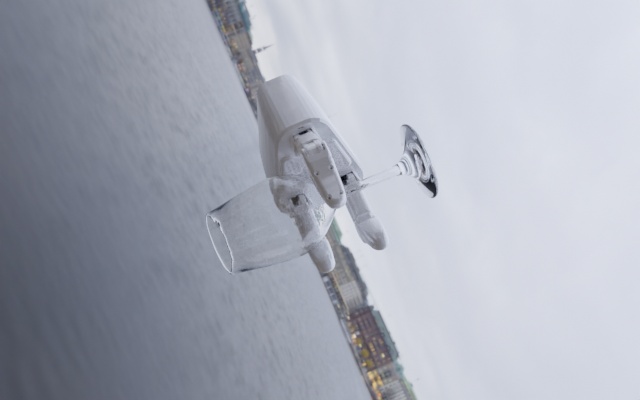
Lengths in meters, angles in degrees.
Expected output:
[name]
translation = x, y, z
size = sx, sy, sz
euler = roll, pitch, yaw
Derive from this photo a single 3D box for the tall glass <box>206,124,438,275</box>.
[tall glass]
translation = 0.001, 0.001, 0.440
size = 0.201, 0.079, 0.079
euler = -23, 1, -3
